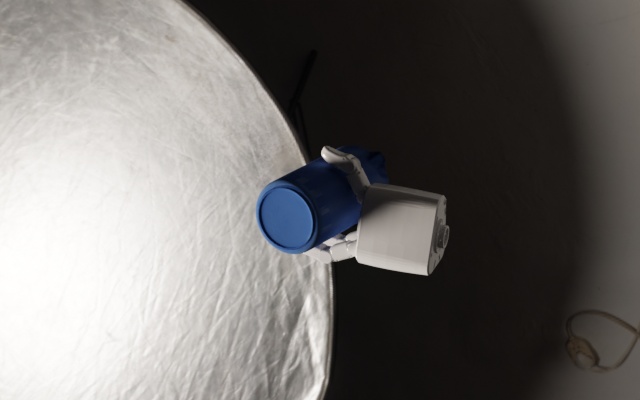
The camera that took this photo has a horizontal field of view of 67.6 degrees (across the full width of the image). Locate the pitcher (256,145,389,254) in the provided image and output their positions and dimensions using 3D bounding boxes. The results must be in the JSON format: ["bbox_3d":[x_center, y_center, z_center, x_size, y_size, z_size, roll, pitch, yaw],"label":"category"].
[{"bbox_3d":[0.000,0.002,0.755,0.145,0.149,0.242,11,19,25],"label":"pitcher"}]
